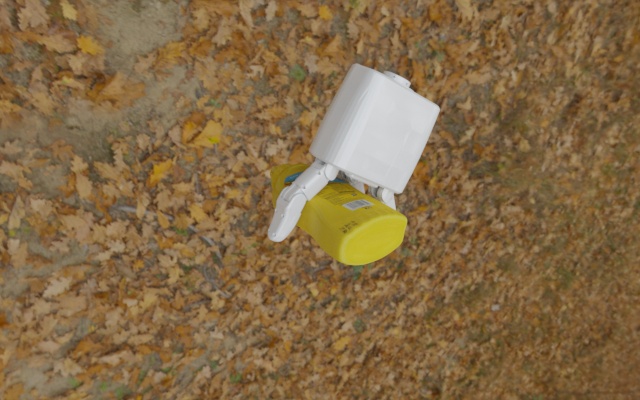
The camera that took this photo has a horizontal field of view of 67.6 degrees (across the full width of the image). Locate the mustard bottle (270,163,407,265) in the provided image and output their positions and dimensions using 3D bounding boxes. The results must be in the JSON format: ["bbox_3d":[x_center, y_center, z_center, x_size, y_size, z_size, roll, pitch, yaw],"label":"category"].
[{"bbox_3d":[0.000,0.002,0.551,0.096,0.058,0.191,-14,34,-36],"label":"mustard bottle"}]
